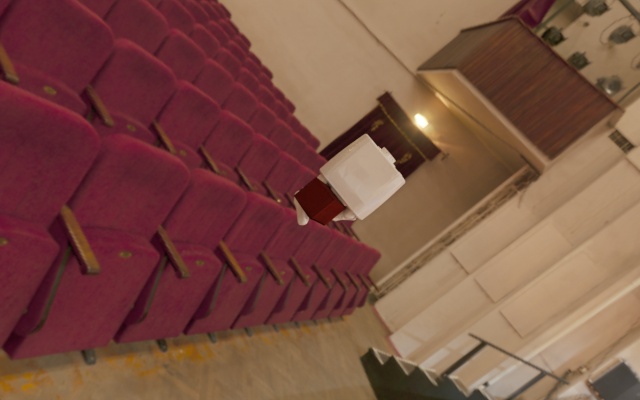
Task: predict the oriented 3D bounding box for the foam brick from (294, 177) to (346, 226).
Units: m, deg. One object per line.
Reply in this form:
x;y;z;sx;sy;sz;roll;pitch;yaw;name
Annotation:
0.000;0.003;0.811;0.051;0.053;0.078;-39;-20;8;foam brick
